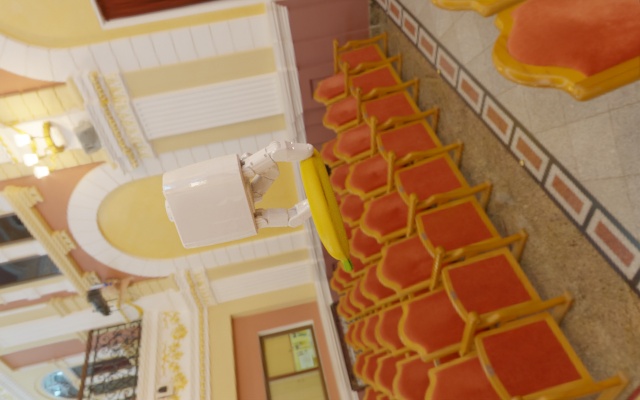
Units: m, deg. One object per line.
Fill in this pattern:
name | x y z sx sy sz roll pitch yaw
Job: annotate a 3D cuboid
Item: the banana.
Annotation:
banana | 0.001 -0.002 0.645 0.037 0.197 0.070 -15 -21 -4
